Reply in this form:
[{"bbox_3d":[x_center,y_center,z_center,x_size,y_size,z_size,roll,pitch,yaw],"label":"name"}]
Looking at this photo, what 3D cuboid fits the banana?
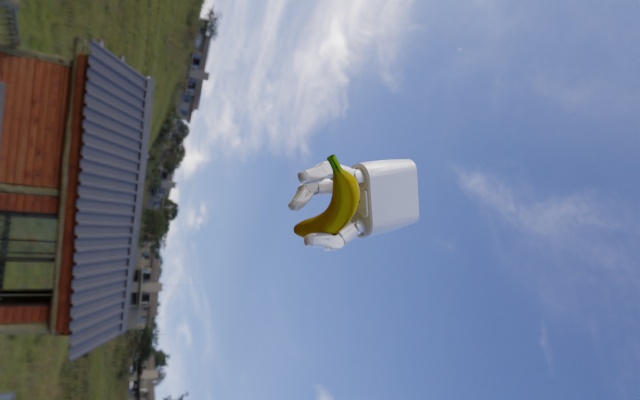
[{"bbox_3d":[0.012,0.014,0.692,0.037,0.069,0.198,-27,-21,-34],"label":"banana"}]
